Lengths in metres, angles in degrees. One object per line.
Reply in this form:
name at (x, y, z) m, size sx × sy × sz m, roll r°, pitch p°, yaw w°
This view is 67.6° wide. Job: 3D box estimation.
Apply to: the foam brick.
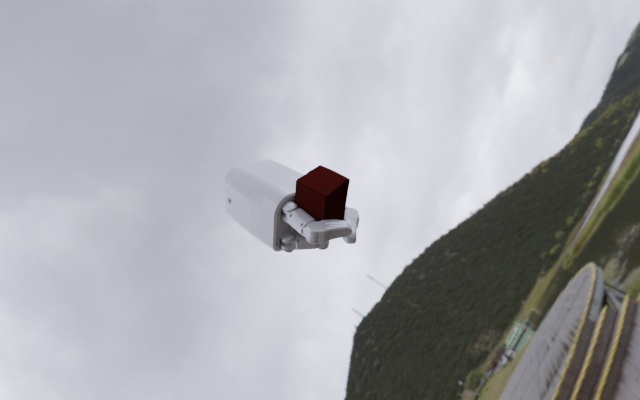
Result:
foam brick at (0.000, 0.002, 0.640) m, size 0.051 × 0.078 × 0.053 m, roll 31°, pitch 45°, yaw 27°
